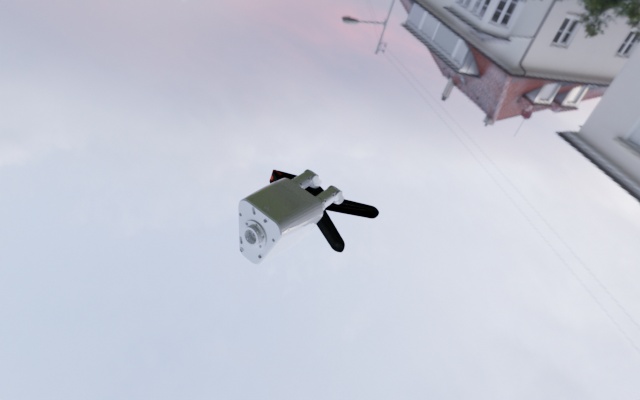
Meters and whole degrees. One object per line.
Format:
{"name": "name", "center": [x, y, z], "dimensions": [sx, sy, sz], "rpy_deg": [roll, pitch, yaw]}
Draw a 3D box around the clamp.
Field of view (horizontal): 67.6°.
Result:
{"name": "clamp", "center": [-0.001, 0.003, 0.876], "dimensions": [0.210, 0.036, 0.164], "rpy_deg": [35, 33, 21]}
